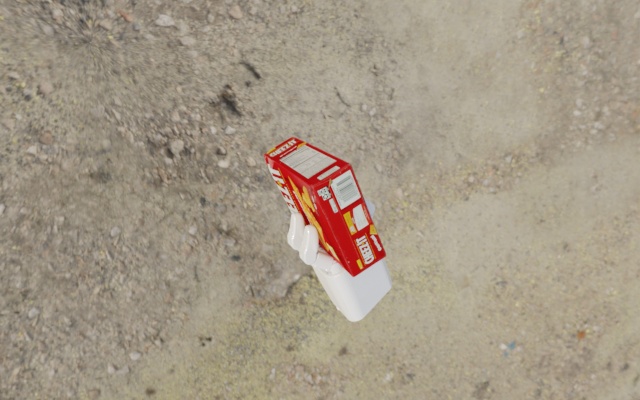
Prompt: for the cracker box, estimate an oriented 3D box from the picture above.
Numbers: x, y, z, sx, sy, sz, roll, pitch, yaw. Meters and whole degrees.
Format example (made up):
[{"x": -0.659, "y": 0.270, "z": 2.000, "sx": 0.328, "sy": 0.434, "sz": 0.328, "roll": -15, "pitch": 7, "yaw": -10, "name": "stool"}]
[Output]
[{"x": 0.000, "y": 0.002, "z": 0.754, "sx": 0.072, "sy": 0.164, "sz": 0.213, "roll": -31, "pitch": 27, "yaw": -14, "name": "cracker box"}]
